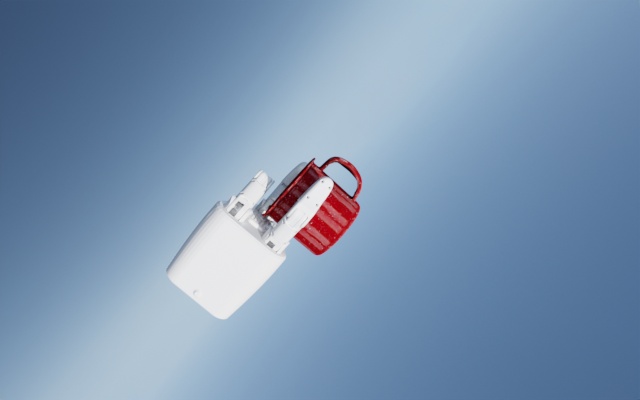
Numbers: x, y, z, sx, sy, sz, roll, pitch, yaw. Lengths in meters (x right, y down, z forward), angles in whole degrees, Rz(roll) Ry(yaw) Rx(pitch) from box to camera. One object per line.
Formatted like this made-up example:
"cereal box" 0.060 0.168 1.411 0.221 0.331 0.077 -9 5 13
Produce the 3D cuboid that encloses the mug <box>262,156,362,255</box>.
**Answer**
"mug" 0.001 0.001 0.561 0.081 0.117 0.093 41 13 -5
